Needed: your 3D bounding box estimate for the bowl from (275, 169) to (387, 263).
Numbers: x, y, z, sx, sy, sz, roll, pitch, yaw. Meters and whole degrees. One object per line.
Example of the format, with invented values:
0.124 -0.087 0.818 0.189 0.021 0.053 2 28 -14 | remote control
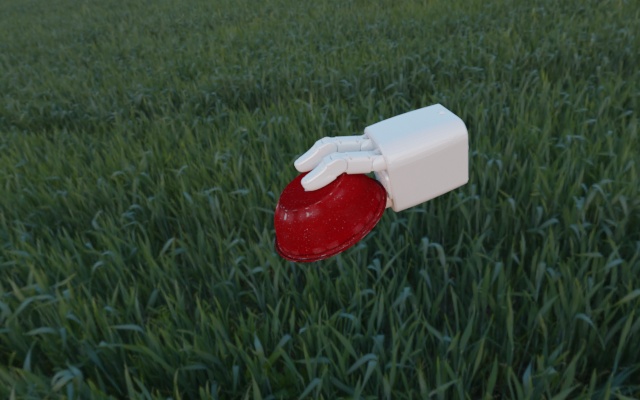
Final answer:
-0.001 0.002 0.606 0.162 0.055 0.162 -23 31 15 | bowl
